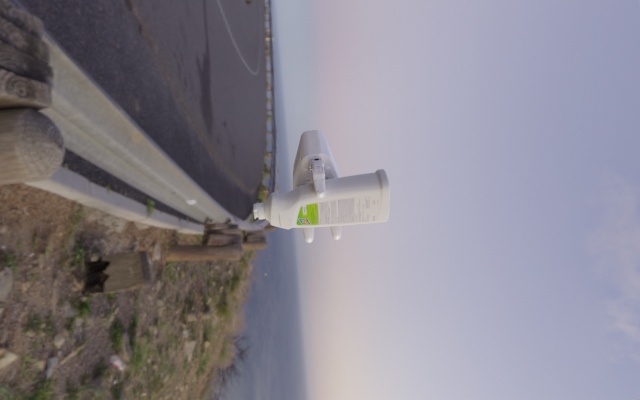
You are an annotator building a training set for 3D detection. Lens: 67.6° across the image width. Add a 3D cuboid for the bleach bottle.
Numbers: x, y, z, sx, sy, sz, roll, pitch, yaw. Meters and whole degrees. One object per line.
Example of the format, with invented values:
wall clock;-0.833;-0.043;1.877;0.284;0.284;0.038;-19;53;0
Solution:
bleach bottle;0.000;0.003;0.896;0.251;0.103;0.068;-5;38;-2
